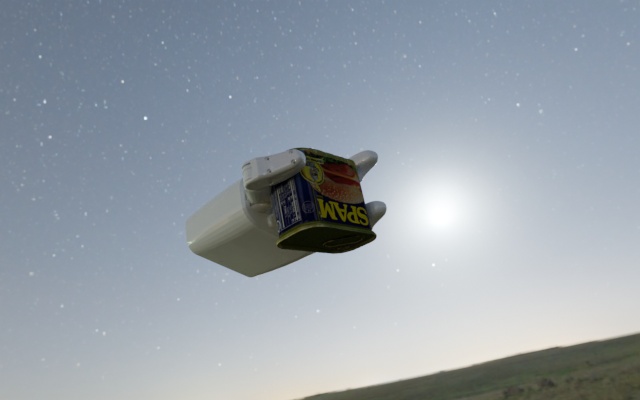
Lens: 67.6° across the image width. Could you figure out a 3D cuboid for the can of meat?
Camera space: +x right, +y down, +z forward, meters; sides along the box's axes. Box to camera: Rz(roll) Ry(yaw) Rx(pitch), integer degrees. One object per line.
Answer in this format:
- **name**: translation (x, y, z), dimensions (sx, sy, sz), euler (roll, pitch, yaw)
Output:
- **can of meat**: translation (0.000, 0.001, 0.465), dimensions (0.102, 0.084, 0.057), euler (12, -32, -44)
